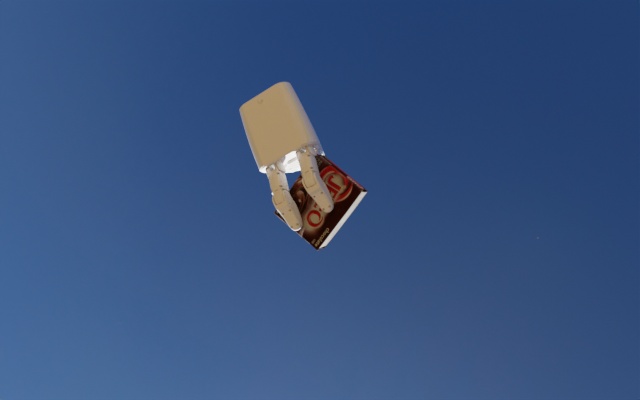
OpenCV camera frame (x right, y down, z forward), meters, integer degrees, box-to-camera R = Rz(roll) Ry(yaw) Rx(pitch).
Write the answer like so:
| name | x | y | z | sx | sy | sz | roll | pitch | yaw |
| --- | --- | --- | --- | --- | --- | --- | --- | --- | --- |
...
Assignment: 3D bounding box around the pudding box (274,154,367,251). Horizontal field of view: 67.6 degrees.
| name | x | y | z | sx | sy | sz | roll | pitch | yaw |
| --- | --- | --- | --- | --- | --- | --- | --- | --- | --- |
| pudding box | 0.000 | 0.002 | 0.703 | 0.090 | 0.113 | 0.039 | 39 | 14 | 18 |
